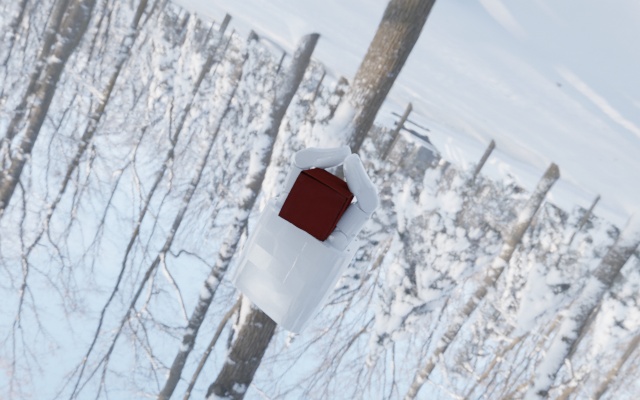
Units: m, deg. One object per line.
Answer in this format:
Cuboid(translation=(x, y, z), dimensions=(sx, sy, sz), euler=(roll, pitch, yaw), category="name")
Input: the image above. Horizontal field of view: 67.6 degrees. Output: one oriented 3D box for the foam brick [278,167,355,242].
Cuboid(translation=(0.000, 0.001, 0.482), dimensions=(0.053, 0.051, 0.078), euler=(31, 12, 7), category="foam brick")
